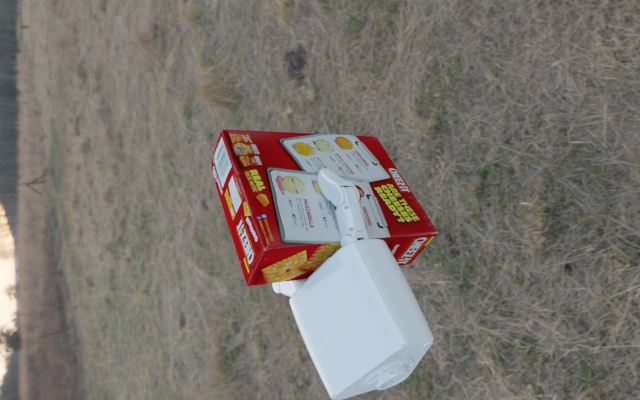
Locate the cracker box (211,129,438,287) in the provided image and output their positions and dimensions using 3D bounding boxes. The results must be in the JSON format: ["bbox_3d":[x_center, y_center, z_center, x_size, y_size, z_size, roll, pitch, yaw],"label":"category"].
[{"bbox_3d":[0.000,0.002,0.542,0.214,0.164,0.072,-2,-40,-32],"label":"cracker box"}]
